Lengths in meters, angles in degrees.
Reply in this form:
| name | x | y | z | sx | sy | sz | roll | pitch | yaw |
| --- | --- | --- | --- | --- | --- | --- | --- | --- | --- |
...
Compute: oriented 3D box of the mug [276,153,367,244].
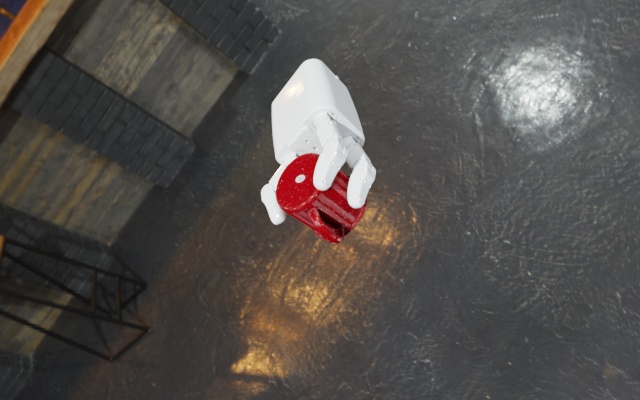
| name | x | y | z | sx | sy | sz | roll | pitch | yaw |
| --- | --- | --- | --- | --- | --- | --- | --- | --- | --- |
| mug | 0.000 | 0.003 | 0.592 | 0.093 | 0.117 | 0.081 | -33 | -43 | 24 |
